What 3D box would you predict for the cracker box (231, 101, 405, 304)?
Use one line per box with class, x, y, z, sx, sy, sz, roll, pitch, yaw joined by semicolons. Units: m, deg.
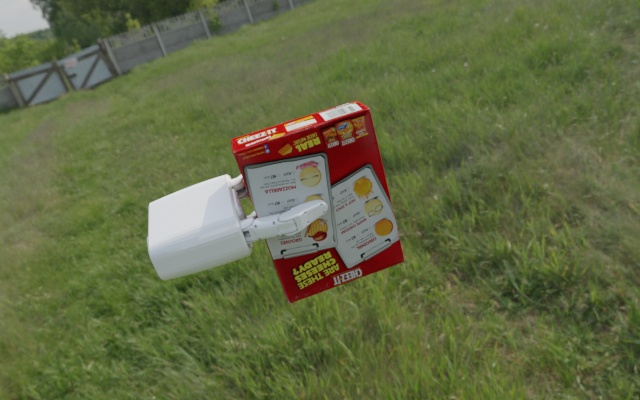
cracker box;0.000;0.002;0.600;0.164;0.214;0.072;-19;25;-5
